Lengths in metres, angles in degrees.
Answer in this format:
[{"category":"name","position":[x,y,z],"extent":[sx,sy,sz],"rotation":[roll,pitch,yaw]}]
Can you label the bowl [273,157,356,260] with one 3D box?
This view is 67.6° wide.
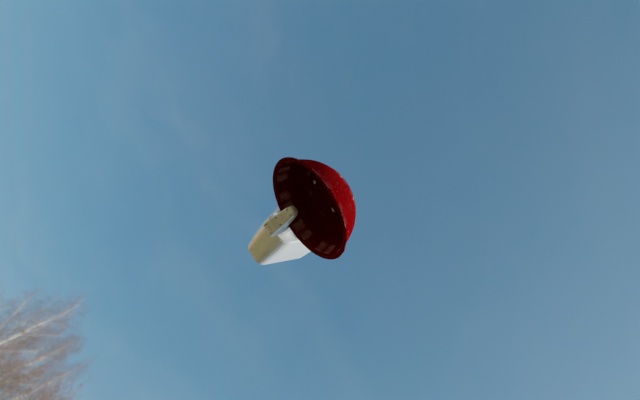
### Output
[{"category":"bowl","position":[0.001,0.002,0.689],"extent":[0.055,0.162,0.162],"rotation":[-30,16,-29]}]
